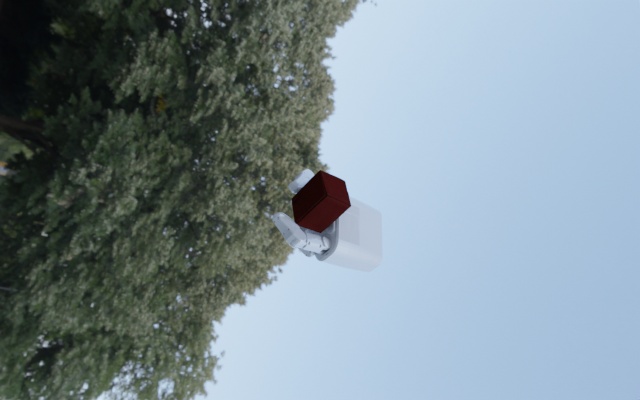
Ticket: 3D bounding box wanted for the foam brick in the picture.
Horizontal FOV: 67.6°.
[{"bbox_3d":[0.000,0.002,0.722,0.051,0.053,0.078,21,-49,-33],"label":"foam brick"}]
